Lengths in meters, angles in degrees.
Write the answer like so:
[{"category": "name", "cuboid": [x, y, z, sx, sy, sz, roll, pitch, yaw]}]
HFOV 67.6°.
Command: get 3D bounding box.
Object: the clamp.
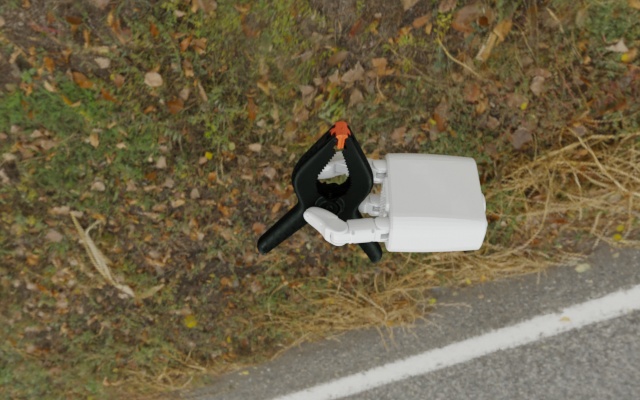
[{"category": "clamp", "cuboid": [0.000, 0.002, 0.571, 0.164, 0.210, 0.036, -1, 42, -1]}]
